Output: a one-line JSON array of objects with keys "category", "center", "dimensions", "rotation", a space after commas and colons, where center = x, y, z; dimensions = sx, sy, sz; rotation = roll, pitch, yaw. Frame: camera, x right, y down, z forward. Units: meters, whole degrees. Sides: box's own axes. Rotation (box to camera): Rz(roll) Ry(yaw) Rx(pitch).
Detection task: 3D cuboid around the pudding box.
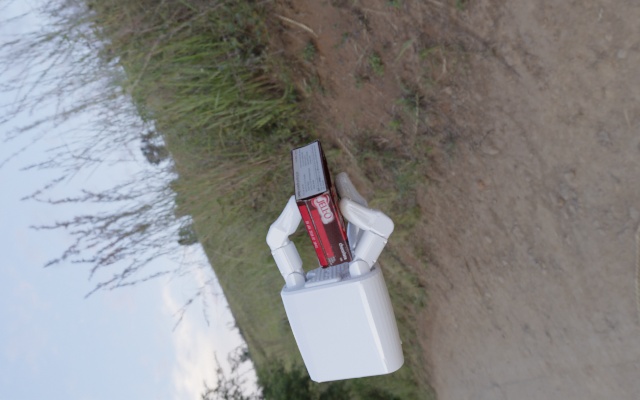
[{"category": "pudding box", "center": [0.000, 0.002, 0.503], "dimensions": [0.039, 0.090, 0.113], "rotation": [-17, 33, 3]}]
